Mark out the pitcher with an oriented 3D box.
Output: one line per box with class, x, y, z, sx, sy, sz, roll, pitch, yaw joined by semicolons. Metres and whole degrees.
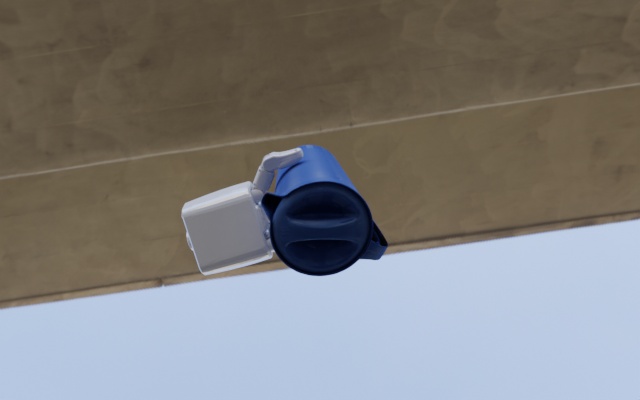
pitcher;0.000;0.002;0.713;0.145;0.149;0.242;-18;22;2
